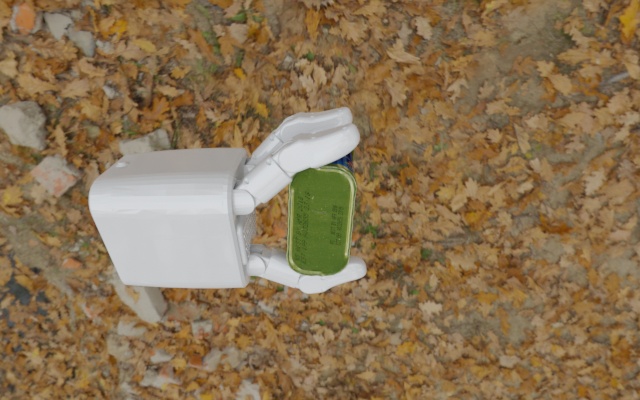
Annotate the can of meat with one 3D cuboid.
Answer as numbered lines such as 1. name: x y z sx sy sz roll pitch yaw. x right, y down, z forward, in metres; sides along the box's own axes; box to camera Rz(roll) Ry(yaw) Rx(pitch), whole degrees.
1. can of meat: 0.000 0.002 0.403 0.057 0.102 0.084 3 24 0
